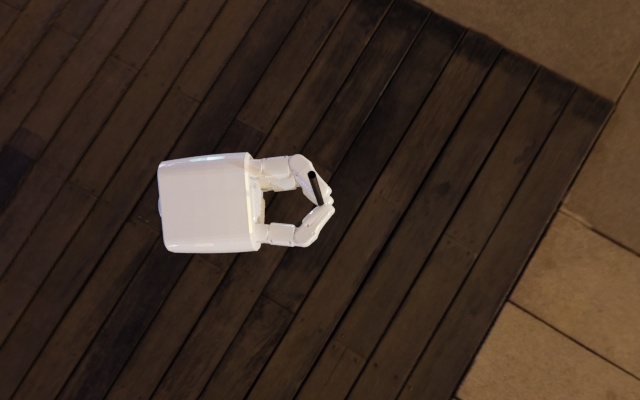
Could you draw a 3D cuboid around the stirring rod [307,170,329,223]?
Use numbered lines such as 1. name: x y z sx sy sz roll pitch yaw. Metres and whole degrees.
1. stirring rod: 0.000 0.002 0.556 0.011 0.011 0.239 0 -12 4
